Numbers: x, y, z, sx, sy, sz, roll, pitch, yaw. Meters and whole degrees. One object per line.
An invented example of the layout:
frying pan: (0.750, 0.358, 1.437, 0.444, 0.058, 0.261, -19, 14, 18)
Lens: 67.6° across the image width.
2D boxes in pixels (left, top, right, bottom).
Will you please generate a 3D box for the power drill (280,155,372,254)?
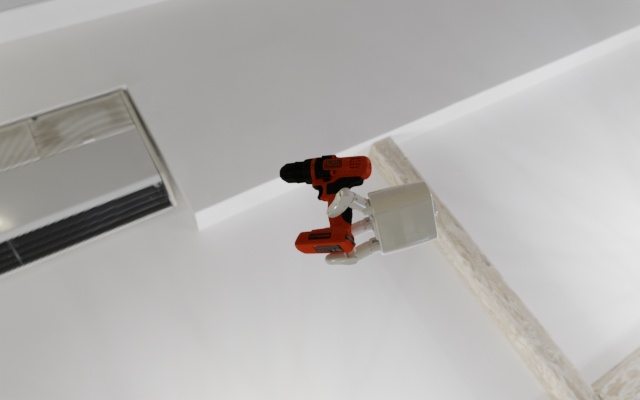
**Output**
power drill: (0.000, 0.003, 0.887, 0.184, 0.187, 0.057, -4, -25, 21)
